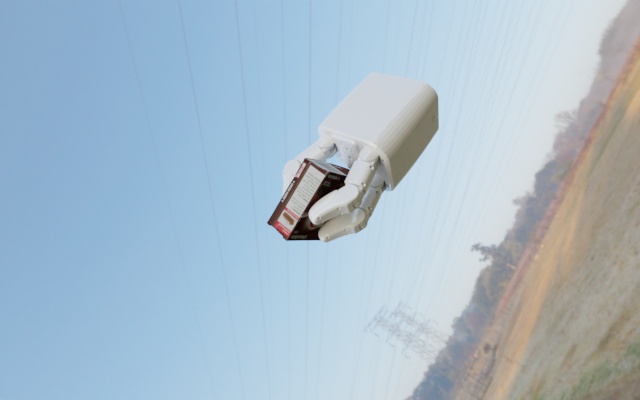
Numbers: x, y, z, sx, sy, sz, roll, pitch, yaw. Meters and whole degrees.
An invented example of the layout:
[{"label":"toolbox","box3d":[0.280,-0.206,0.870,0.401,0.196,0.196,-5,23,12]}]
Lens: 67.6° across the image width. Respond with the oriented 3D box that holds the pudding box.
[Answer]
[{"label":"pudding box","box3d":[0.000,0.002,0.557,0.039,0.090,0.113,37,14,28]}]
